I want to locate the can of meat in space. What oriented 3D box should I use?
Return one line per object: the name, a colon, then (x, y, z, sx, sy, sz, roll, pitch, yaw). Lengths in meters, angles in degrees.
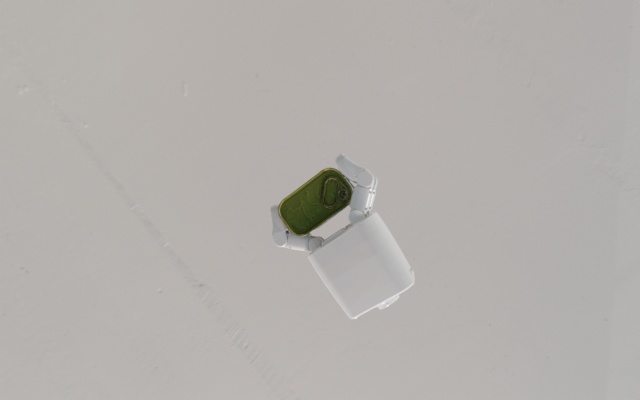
can of meat: (0.000, 0.002, 0.669, 0.102, 0.057, 0.084, -37, -6, 9)
